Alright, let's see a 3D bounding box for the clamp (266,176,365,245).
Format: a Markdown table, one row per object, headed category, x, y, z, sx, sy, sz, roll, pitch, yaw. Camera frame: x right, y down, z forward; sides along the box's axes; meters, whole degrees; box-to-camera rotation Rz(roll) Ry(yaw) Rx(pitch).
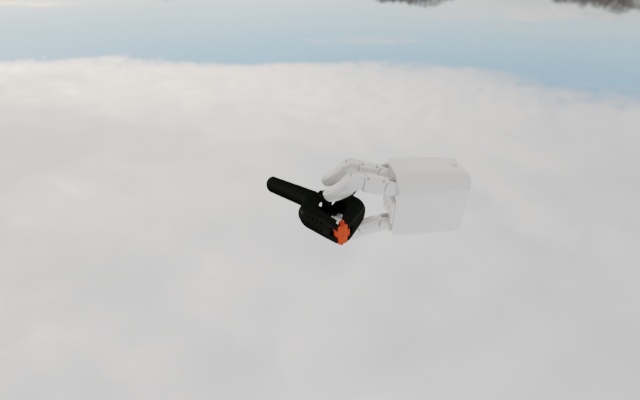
| category | x | y | z | sx | sy | sz | roll | pitch | yaw |
| --- | --- | --- | --- | --- | --- | --- | --- | --- | --- |
| clamp | 0.000 | 0.003 | 0.705 | 0.164 | 0.036 | 0.210 | -4 | 25 | -2 |
